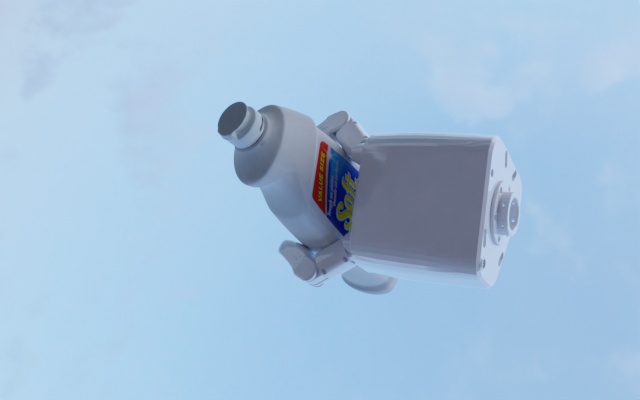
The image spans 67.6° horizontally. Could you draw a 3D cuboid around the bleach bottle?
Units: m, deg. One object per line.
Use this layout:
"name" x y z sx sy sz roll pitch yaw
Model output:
"bleach bottle" 0.000 0.001 0.432 0.068 0.102 0.251 6 -21 38
